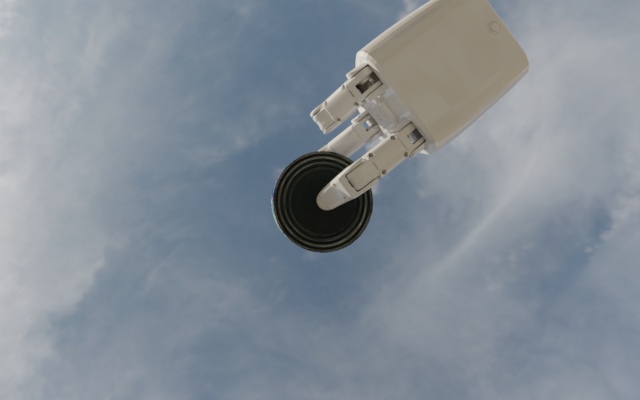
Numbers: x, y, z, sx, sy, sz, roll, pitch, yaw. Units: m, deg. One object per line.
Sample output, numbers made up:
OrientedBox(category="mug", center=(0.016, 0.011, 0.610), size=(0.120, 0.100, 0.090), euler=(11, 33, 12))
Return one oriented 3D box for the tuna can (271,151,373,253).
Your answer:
OrientedBox(category="tuna can", center=(0.000, 0.001, 0.417), size=(0.086, 0.086, 0.034), euler=(0, -1, -11))
